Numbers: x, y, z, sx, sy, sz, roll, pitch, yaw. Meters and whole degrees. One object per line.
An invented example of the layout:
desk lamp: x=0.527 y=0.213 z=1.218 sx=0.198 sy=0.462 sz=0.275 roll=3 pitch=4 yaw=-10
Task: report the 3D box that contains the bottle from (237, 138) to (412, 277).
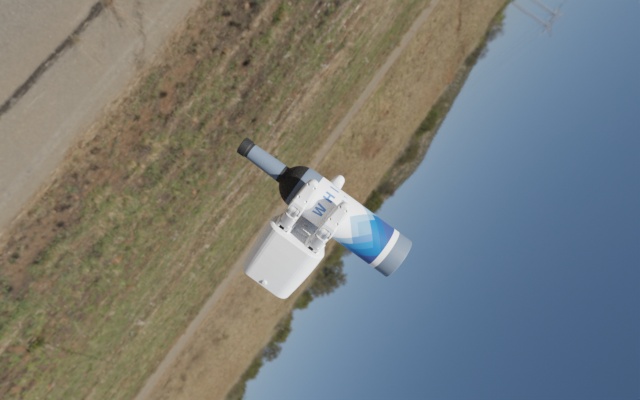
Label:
bottle: x=0.000 y=0.002 z=0.724 sx=0.296 sy=0.069 sz=0.069 roll=36 pitch=-1 yaw=-1
